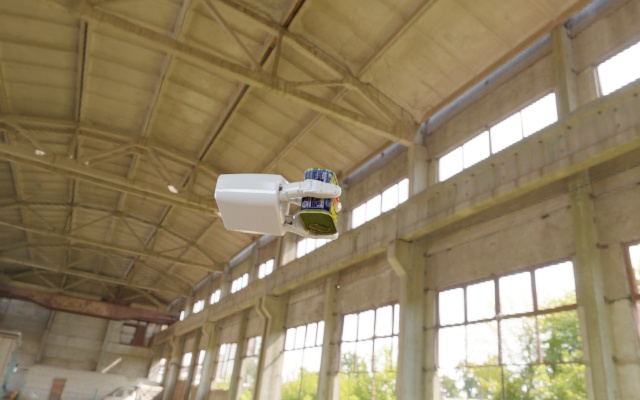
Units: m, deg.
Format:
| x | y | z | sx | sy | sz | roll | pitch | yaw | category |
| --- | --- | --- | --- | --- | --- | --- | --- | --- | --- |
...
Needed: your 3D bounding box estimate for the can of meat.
| x | y | z | sx | sy | sz | roll | pitch | yaw | category |
| --- | --- | --- | --- | --- | --- | --- | --- | --- | --- |
| 0.000 | 0.002 | 0.817 | 0.057 | 0.084 | 0.102 | 1 | -24 | 11 | can of meat |
